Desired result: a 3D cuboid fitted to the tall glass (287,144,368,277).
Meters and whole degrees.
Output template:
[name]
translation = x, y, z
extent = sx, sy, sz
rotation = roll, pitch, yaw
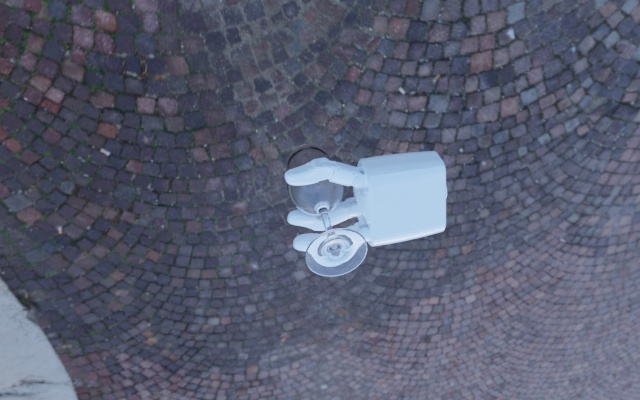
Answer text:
[tall glass]
translation = 0.000, 0.002, 0.628
extent = 0.079, 0.079, 0.201
rotation = 0, 37, -14
